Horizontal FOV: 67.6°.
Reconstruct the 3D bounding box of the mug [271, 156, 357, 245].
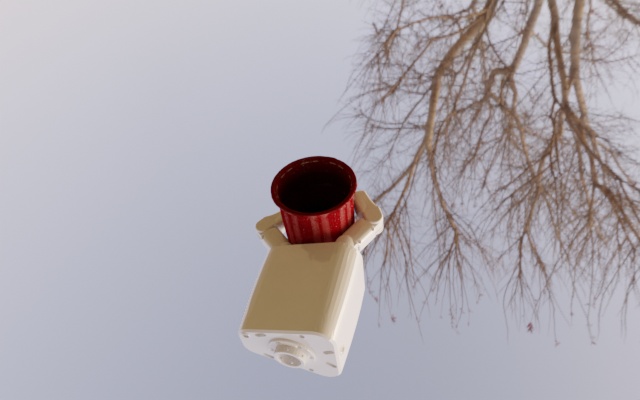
[{"bbox_3d":[0.000,0.001,0.545,0.093,0.117,0.082,8,-42,16],"label":"mug"}]
